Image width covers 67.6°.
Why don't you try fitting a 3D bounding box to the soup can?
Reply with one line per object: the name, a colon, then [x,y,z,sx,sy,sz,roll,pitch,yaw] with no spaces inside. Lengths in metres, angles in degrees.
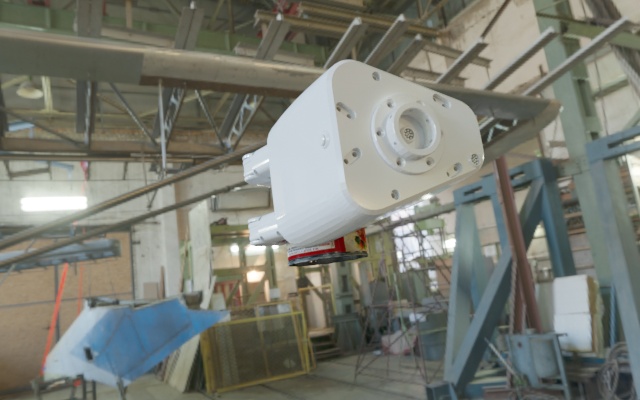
soup can: [0.000,0.001,0.407,0.068,0.102,0.068,-7,-11,-1]
